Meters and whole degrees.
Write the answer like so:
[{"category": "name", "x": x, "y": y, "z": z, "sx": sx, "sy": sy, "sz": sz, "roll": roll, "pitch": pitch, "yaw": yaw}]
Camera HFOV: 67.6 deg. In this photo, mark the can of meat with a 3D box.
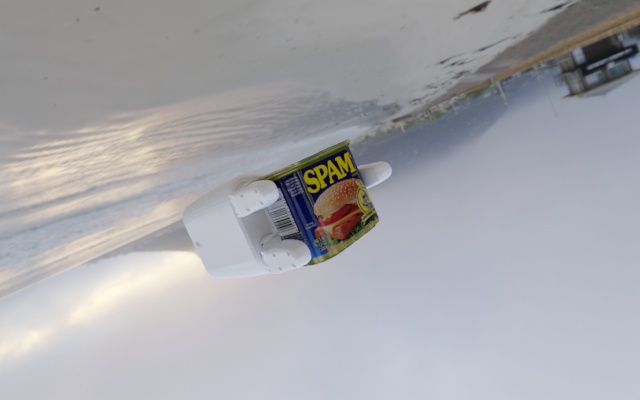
[{"category": "can of meat", "x": 0.000, "y": 0.002, "z": 0.428, "sx": 0.057, "sy": 0.084, "sz": 0.102, "roll": -19, "pitch": 7, "yaw": 42}]
